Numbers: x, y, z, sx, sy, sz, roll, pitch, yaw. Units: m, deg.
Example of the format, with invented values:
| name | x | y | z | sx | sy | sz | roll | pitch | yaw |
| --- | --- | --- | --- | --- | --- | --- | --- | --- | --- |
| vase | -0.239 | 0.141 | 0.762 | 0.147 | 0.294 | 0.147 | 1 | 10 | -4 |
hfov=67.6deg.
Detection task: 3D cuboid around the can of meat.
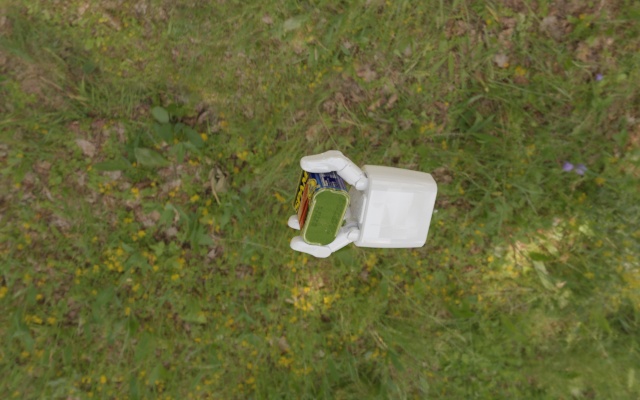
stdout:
| name | x | y | z | sx | sy | sz | roll | pitch | yaw |
| --- | --- | --- | --- | --- | --- | --- | --- | --- | --- |
| can of meat | 0.000 | 0.002 | 0.680 | 0.057 | 0.102 | 0.084 | 7 | 33 | -17 |
